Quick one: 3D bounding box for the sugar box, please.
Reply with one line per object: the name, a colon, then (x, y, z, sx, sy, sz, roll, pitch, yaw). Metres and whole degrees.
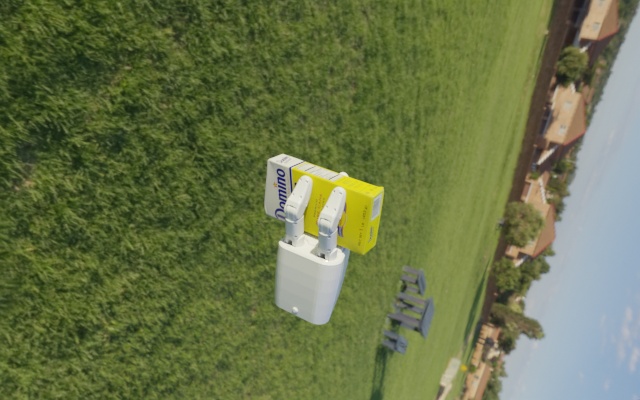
sugar box: (0.000, 0.003, 0.688, 0.176, 0.093, 0.048, 19, 27, 25)
